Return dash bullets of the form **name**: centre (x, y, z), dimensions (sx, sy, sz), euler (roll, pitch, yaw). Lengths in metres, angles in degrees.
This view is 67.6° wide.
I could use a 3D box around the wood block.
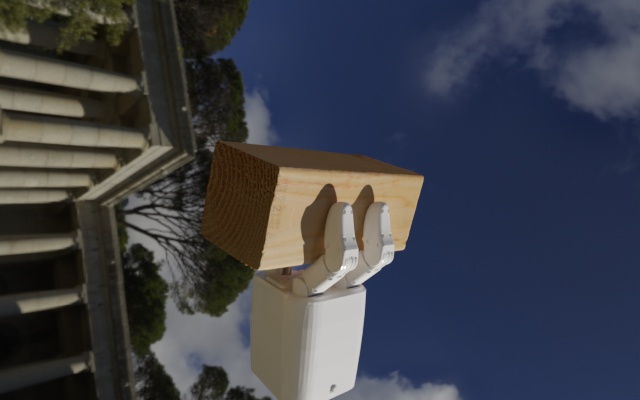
- **wood block**: centre (0.000, 0.002, 0.471), dimensions (0.091, 0.090, 0.206), euler (23, 16, 41)
